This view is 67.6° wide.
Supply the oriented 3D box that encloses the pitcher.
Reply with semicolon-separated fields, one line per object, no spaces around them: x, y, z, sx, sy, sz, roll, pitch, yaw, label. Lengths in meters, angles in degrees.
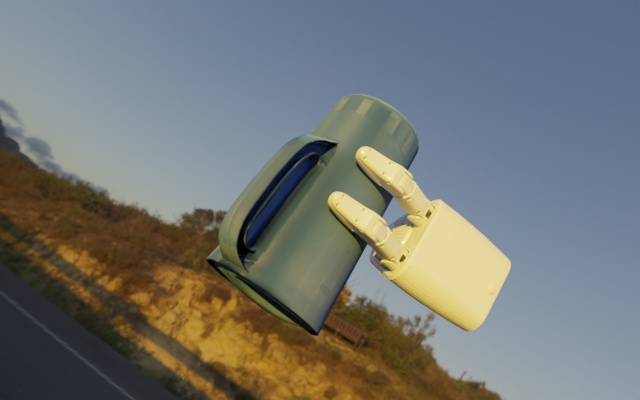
0.000;0.002;0.498;0.145;0.242;0.149;37;-19;-9;pitcher
